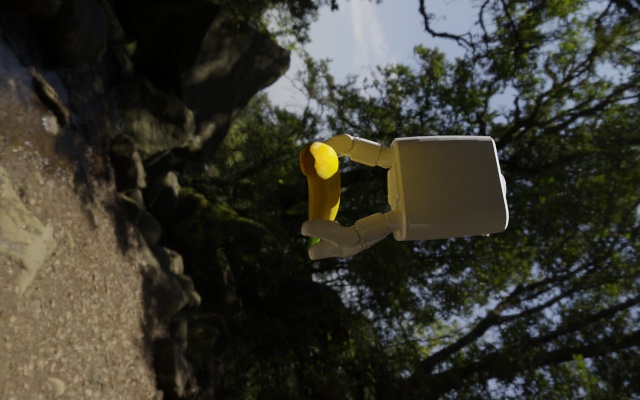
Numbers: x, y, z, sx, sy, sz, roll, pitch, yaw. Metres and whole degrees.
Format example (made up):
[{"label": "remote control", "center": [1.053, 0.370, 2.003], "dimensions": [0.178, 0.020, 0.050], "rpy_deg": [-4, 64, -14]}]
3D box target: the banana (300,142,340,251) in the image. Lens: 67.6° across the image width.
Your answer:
[{"label": "banana", "center": [0.002, -0.013, 0.506], "dimensions": [0.037, 0.069, 0.198], "rpy_deg": [3, -29, 4]}]
